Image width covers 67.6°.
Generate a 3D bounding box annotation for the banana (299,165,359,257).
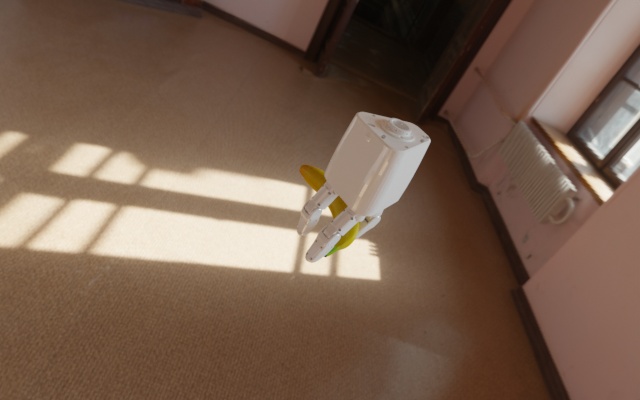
[{"bbox_3d":[0.018,0.007,0.742,0.069,0.037,0.197,7,39,-22],"label":"banana"}]
